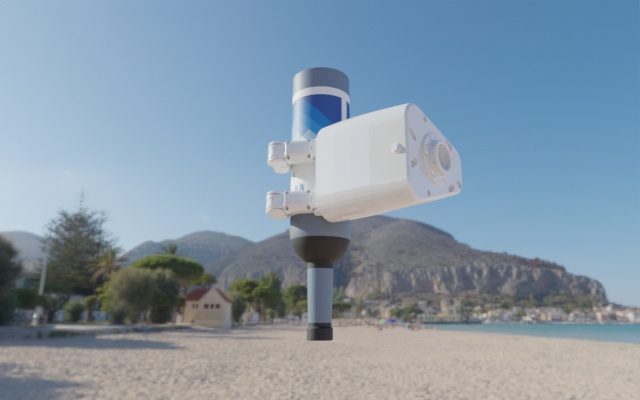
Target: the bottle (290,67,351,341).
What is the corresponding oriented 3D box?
[{"bbox_3d":[0.000,0.001,0.528,0.069,0.295,0.069,0,-14,0],"label":"bottle"}]
